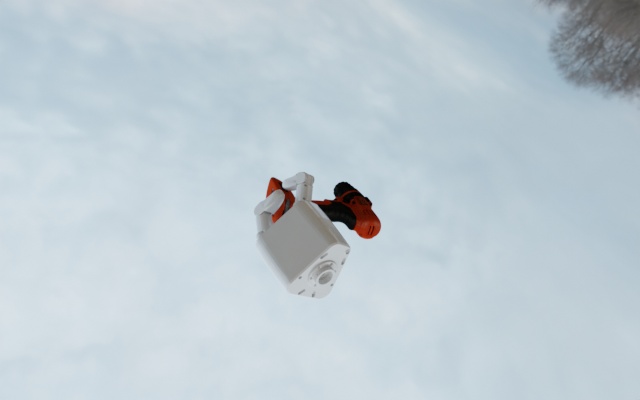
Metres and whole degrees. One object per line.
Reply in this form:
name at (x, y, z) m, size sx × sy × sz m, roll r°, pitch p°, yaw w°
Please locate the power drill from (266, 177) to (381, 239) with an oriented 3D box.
power drill at (0.000, 0.003, 0.859) m, size 0.187 × 0.057 × 0.184 m, roll 6°, pitch 21°, yaw -19°
